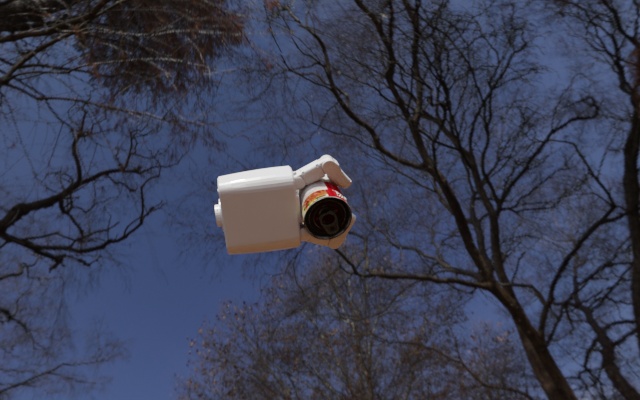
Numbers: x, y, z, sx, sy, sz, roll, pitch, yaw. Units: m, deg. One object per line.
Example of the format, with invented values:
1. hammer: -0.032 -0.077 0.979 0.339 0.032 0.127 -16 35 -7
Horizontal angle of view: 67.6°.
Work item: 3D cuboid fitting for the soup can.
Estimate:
1. soup can: 0.001 0.002 0.697 0.068 0.068 0.102 0 27 -14
